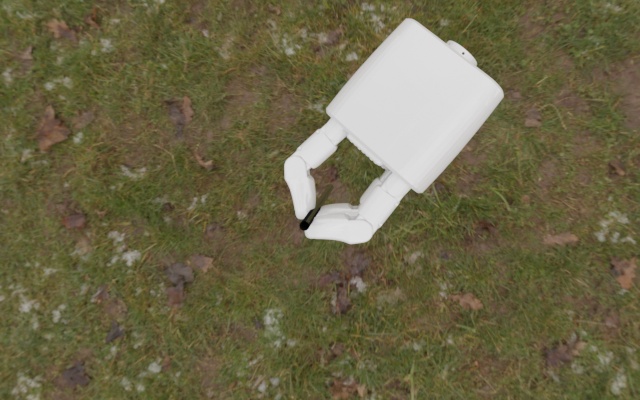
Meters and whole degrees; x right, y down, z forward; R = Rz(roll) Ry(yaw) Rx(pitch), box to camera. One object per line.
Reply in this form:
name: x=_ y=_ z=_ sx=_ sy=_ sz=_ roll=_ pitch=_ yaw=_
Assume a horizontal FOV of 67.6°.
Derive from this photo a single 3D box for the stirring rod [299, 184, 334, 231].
stirring rod: x=0.000 y=0.002 z=0.503 sx=0.011 sy=0.011 sz=0.239 roll=0 pitch=9 yaw=6
